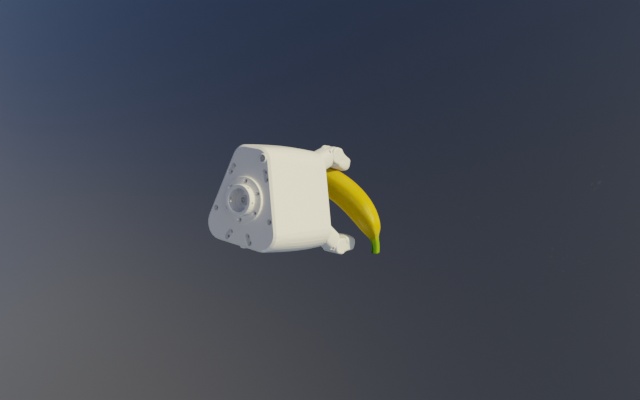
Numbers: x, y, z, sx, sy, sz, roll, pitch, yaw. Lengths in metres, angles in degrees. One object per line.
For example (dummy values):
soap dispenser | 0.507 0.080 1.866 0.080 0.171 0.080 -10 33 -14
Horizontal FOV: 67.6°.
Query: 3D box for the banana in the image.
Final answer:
banana | 0.010 -0.011 0.639 0.197 0.070 0.037 39 28 23
